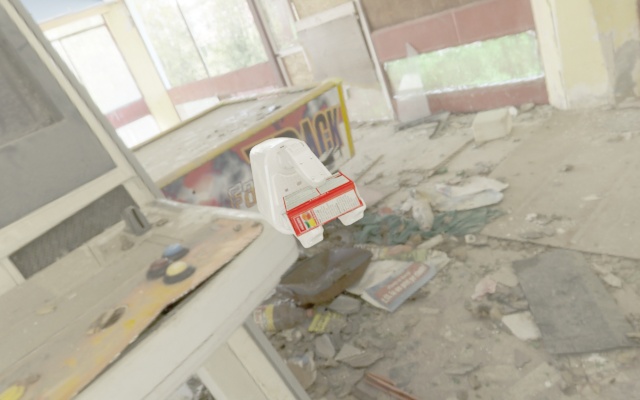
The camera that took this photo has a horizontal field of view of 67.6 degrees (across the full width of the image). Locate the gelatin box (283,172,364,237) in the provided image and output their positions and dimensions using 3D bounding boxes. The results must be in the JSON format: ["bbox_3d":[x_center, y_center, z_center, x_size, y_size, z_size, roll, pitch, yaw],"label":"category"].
[{"bbox_3d":[0.000,0.001,0.502,0.073,0.030,0.089,-25,12,-2],"label":"gelatin box"}]
